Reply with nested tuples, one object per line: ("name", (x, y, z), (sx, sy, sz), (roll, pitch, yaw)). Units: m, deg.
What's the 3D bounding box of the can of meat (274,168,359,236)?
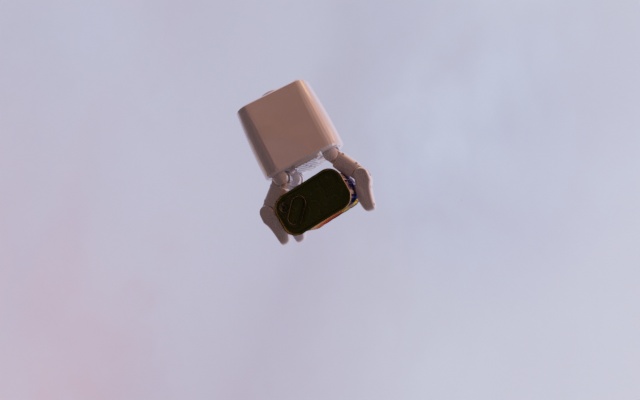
("can of meat", (0.000, 0.002, 0.650), (0.102, 0.057, 0.084), (-32, -8, 14))
